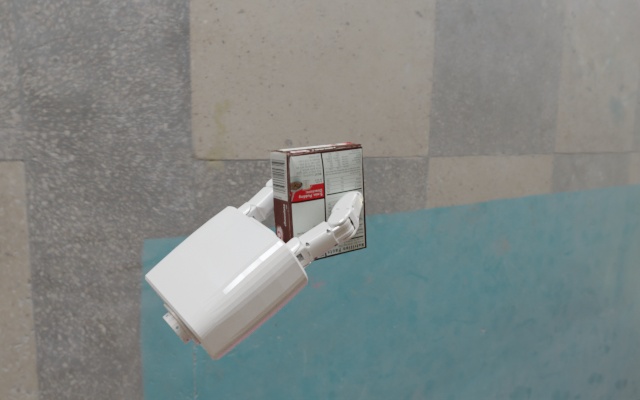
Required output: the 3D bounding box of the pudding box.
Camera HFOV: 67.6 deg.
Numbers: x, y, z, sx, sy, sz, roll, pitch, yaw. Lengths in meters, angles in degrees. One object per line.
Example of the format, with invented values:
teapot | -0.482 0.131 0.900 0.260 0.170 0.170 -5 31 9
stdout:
pudding box | 0.000 0.002 0.482 0.090 0.113 0.039 -10 15 -31
